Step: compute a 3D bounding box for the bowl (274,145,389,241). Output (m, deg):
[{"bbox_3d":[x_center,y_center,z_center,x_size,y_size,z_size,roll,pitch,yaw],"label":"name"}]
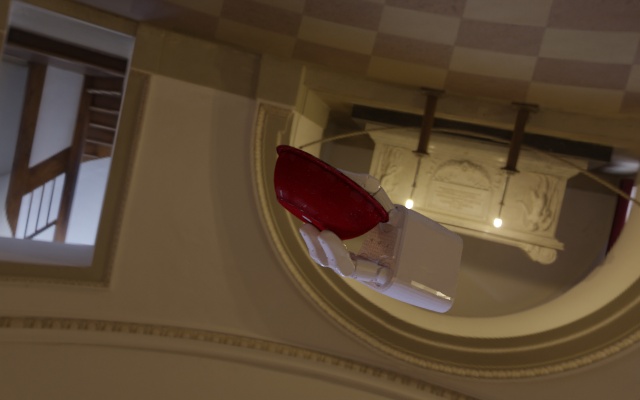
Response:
[{"bbox_3d":[-0.001,0.001,0.574,0.162,0.055,0.162,33,-9,6],"label":"bowl"}]
